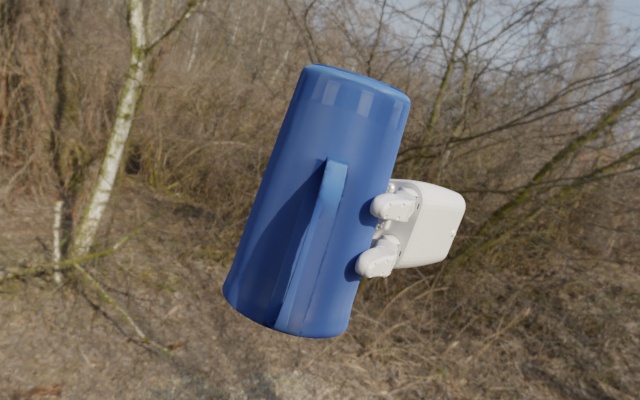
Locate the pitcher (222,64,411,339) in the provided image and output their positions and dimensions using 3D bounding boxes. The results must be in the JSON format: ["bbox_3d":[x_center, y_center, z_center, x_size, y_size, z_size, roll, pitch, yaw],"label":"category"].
[{"bbox_3d":[0.000,0.001,0.459,0.145,0.243,0.149,7,15,-47],"label":"pitcher"}]
